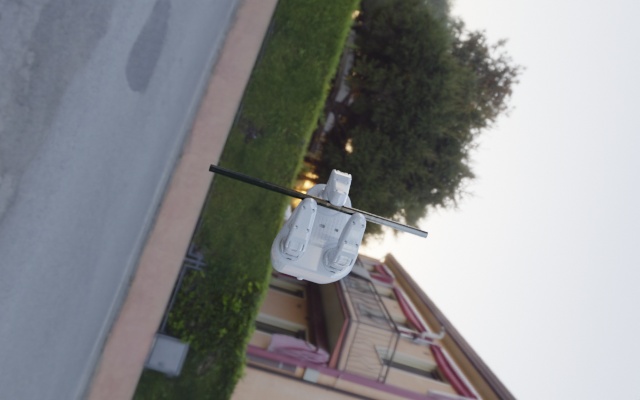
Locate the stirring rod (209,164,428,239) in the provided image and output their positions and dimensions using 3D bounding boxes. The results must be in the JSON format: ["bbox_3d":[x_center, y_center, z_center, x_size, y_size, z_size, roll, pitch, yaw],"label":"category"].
[{"bbox_3d":[0.000,0.002,0.504,0.239,0.011,0.011,17,-2,-5],"label":"stirring rod"}]
